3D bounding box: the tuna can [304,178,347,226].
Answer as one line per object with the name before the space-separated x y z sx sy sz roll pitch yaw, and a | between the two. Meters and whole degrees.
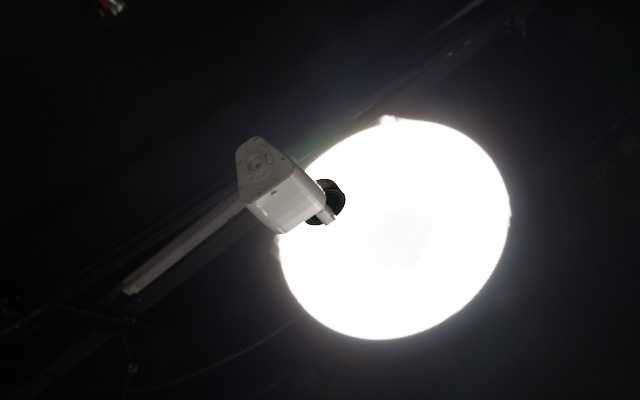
tuna can | 0.000 0.002 0.827 0.086 0.086 0.033 0 40 -36
